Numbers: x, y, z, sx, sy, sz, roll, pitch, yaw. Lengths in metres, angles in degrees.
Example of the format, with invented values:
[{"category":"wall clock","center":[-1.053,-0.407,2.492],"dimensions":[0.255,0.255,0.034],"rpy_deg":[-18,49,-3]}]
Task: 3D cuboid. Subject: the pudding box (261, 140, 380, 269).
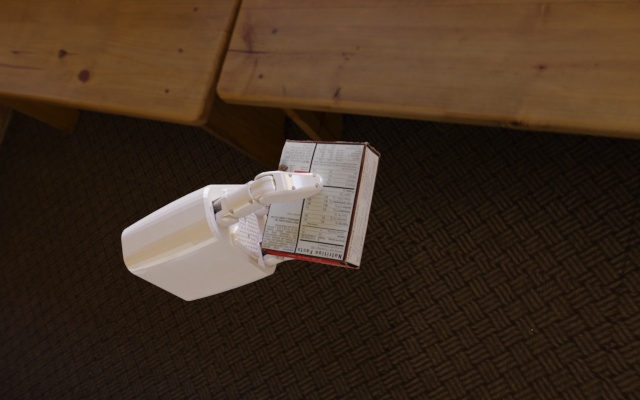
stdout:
[{"category":"pudding box","center":[0.000,0.001,0.446],"dimensions":[0.090,0.113,0.039],"rpy_deg":[6,-10,27]}]
